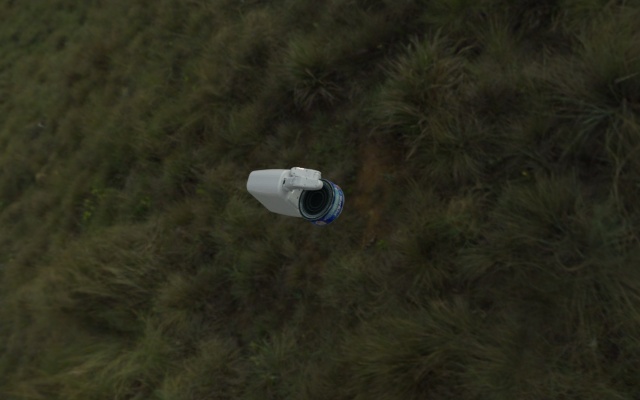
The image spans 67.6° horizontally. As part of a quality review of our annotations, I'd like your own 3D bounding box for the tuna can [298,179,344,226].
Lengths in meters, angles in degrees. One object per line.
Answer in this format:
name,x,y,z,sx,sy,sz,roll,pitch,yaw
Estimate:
tuna can,0.000,0.003,0.894,0.086,0.086,0.034,0,-19,38
